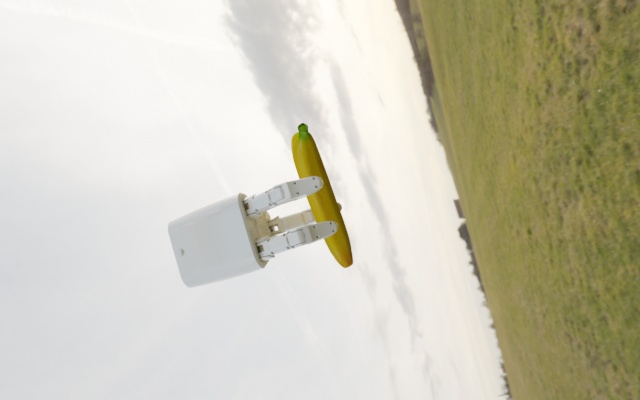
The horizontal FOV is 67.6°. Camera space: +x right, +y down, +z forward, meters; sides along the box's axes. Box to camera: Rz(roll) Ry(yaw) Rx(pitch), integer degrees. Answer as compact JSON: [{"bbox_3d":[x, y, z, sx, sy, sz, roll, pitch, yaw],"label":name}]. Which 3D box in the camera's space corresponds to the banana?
[{"bbox_3d":[-0.001,-0.007,0.615,0.037,0.198,0.069,-19,19,5],"label":"banana"}]
